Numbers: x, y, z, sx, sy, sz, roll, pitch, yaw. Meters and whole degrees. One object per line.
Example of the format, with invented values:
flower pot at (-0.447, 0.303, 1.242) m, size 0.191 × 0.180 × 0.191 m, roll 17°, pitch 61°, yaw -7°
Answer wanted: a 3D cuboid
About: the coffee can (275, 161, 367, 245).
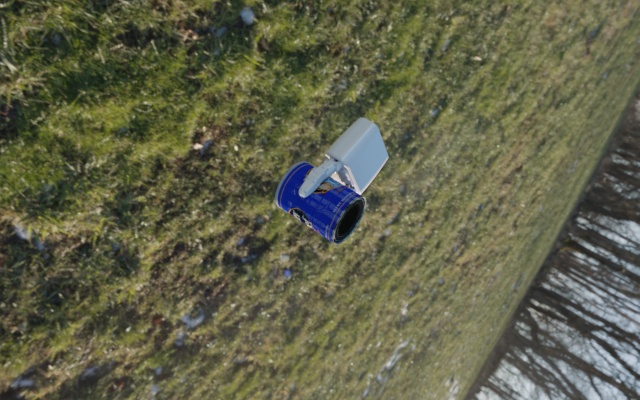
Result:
coffee can at (0.000, 0.003, 0.895) m, size 0.140 × 0.103 × 0.103 m, roll 32°, pitch 14°, yaw 23°
